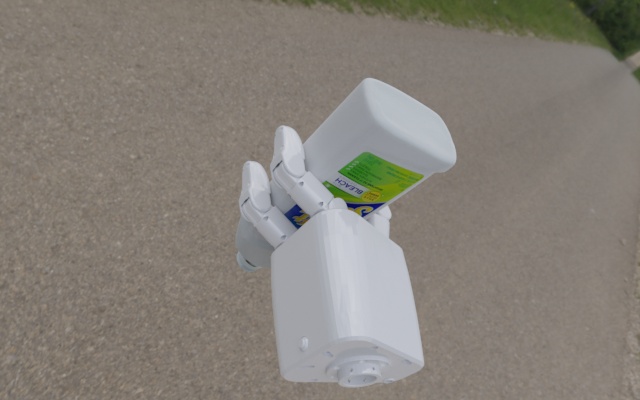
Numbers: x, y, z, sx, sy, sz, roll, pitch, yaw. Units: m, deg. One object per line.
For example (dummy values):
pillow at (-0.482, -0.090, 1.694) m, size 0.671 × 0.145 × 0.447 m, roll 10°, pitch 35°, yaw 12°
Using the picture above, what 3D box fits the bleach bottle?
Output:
bleach bottle at (0.000, 0.001, 0.455) m, size 0.102 × 0.068 × 0.251 m, roll 21°, pitch -45°, yaw -30°
